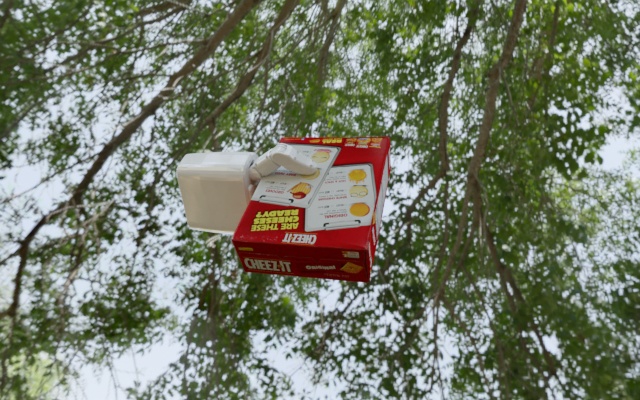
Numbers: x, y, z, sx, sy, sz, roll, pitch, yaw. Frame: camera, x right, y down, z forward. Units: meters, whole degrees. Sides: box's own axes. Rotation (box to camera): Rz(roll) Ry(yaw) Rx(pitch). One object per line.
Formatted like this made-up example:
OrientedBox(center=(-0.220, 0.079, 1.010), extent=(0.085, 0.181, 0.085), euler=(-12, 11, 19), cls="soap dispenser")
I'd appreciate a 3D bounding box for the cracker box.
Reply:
OrientedBox(center=(0.000, 0.002, 0.633), extent=(0.164, 0.072, 0.213), euler=(2, 43, 15), cls="cracker box")
